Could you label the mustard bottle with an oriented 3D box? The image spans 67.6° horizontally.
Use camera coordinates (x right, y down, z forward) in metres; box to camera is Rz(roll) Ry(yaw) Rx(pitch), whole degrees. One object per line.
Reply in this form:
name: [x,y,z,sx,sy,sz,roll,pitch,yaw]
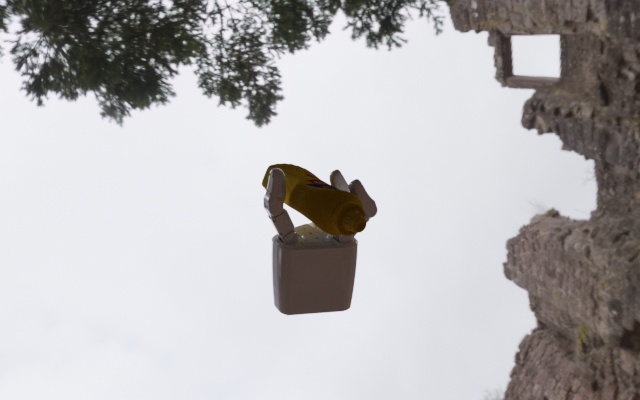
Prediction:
mustard bottle: [0.000,0.002,0.630,0.096,0.058,0.191,20,7,-34]
